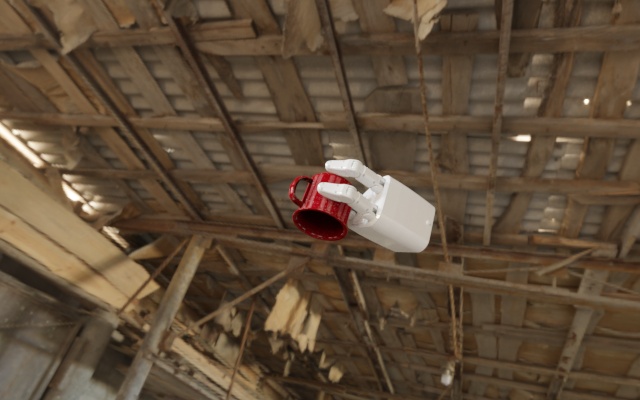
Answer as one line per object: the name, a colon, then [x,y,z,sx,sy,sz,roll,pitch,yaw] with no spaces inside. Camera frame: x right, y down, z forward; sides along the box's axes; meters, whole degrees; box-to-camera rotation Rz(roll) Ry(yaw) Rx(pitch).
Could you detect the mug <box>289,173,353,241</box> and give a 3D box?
mug: [-0.001,0.002,0.788,0.117,0.081,0.093,31,-34,-18]
